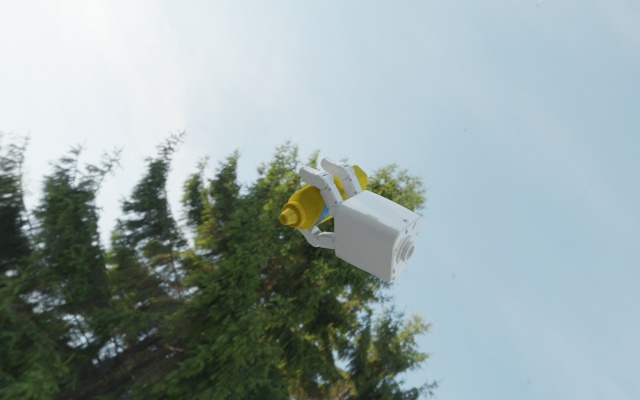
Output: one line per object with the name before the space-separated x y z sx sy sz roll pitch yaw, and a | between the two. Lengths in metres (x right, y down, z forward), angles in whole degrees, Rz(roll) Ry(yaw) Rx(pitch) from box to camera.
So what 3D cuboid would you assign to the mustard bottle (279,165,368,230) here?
mustard bottle | 0.000 0.002 0.804 0.191 0.058 0.096 -26 -23 -49
